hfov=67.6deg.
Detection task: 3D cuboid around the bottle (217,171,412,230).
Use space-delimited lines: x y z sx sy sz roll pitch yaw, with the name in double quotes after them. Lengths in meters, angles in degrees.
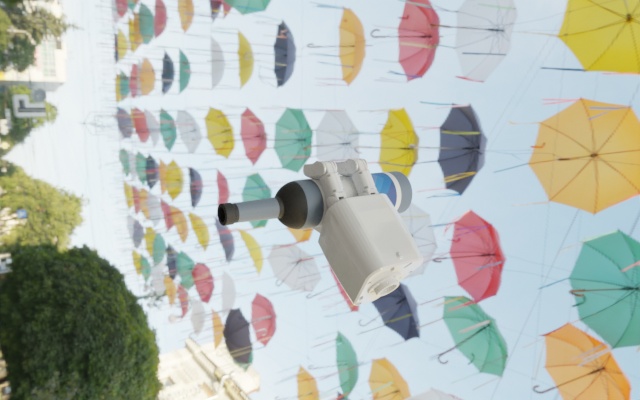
0.000 0.002 0.660 0.295 0.069 0.069 -7 4 -35 "bottle"
